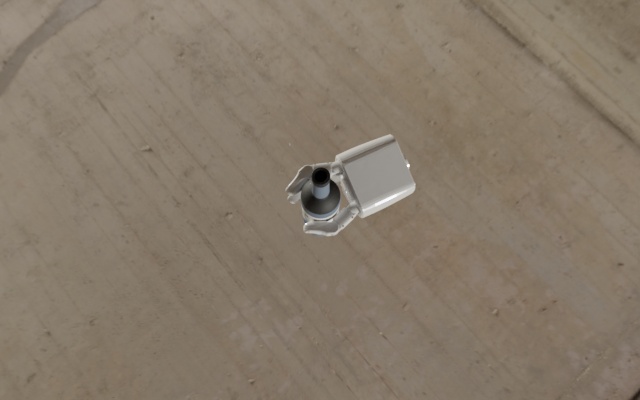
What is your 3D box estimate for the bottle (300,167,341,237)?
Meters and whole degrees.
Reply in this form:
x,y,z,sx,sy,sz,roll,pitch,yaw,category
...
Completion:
x,y,z,sx,sy,sz,roll,pitch,yaw,category
0.000,0.003,0.820,0.069,0.069,0.296,0,-15,0,bottle
